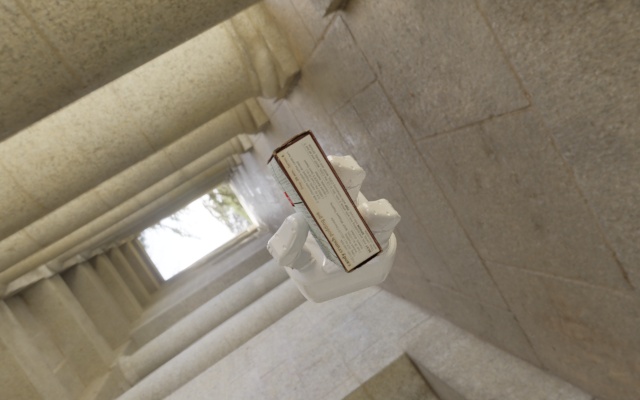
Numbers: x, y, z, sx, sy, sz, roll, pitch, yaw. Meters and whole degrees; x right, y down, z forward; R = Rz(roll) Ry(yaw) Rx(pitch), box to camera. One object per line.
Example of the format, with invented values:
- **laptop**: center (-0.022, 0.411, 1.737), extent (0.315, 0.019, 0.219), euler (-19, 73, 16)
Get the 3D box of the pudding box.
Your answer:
- **pudding box**: center (0.000, 0.001, 0.403), extent (0.039, 0.113, 0.090), euler (-34, 6, -8)
